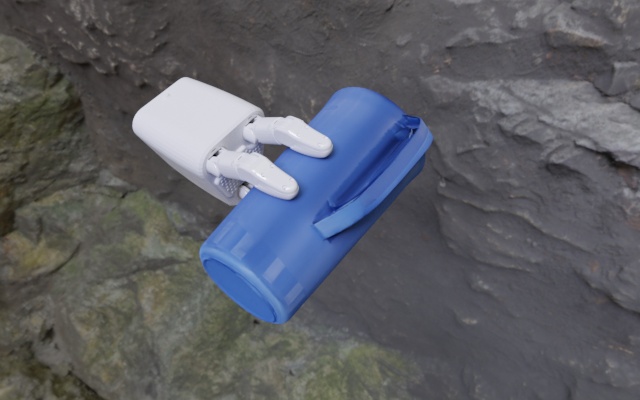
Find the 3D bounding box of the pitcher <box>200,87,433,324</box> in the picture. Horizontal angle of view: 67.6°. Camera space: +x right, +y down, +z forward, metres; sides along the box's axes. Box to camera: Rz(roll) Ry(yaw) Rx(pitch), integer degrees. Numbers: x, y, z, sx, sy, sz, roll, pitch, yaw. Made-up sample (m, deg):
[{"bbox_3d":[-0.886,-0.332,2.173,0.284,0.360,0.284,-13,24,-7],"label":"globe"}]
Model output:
[{"bbox_3d":[0.000,0.002,0.488,0.145,0.242,0.149,30,-29,20],"label":"pitcher"}]
